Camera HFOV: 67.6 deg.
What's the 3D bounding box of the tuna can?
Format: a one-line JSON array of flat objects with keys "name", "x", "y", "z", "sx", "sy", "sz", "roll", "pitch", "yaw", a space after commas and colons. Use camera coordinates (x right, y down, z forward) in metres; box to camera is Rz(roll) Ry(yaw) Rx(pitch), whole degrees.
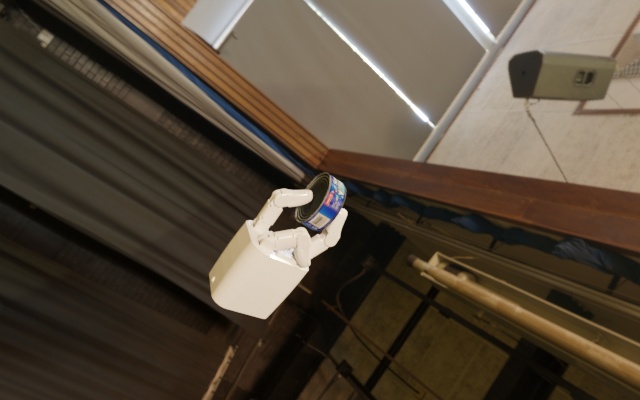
[{"name": "tuna can", "x": 0.001, "y": 0.003, "z": 0.721, "sx": 0.034, "sy": 0.086, "sz": 0.086, "roll": 31, "pitch": -14, "yaw": -23}]
